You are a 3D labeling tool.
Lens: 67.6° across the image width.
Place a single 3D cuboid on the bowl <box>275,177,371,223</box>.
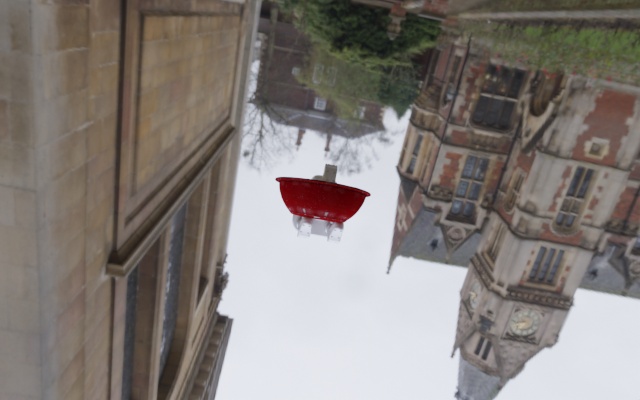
[{"bbox_3d":[0.000,0.003,0.793,0.162,0.055,0.162,9,-5,1],"label":"bowl"}]
